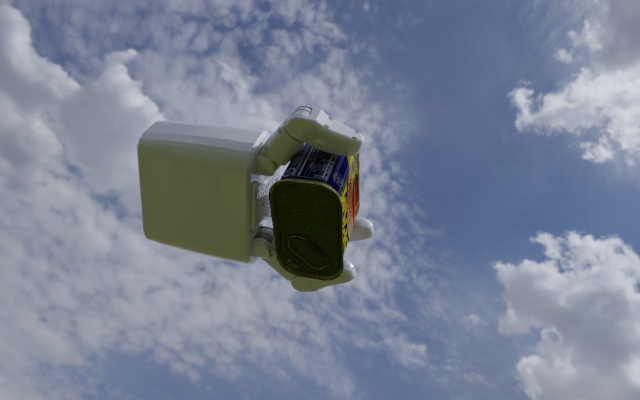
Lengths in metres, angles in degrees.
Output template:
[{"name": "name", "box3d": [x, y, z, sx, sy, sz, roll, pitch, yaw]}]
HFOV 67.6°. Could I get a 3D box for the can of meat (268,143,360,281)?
[{"name": "can of meat", "box3d": [0.000, 0.001, 0.403, 0.057, 0.102, 0.084, 7, 40, 13]}]
